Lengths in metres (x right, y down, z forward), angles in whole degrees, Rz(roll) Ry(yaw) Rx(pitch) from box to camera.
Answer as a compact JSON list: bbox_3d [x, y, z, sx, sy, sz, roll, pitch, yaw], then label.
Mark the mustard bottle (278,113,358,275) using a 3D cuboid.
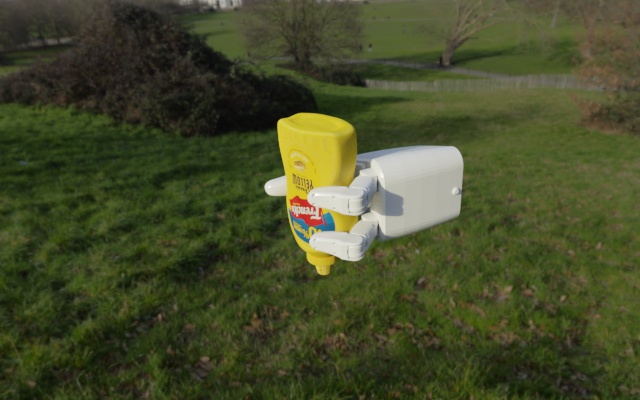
[{"bbox_3d":[0.000,0.002,0.547,0.096,0.192,0.058,21,36,40],"label":"mustard bottle"}]
